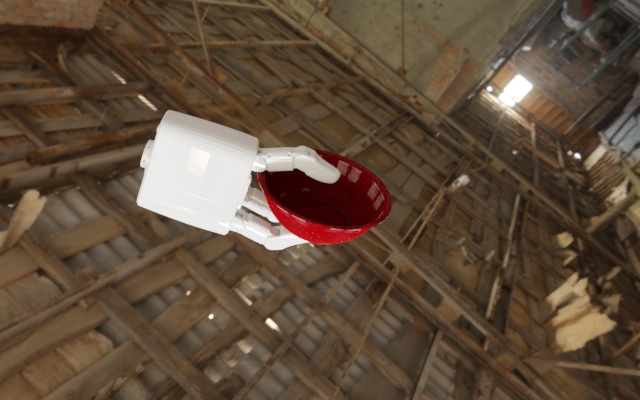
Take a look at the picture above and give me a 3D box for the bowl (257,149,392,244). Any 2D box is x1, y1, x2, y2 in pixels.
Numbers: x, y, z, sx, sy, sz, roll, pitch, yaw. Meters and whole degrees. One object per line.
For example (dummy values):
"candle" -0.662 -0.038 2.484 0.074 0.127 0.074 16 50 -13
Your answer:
"bowl" 0.001 0.003 0.570 0.162 0.055 0.162 12 34 -8
